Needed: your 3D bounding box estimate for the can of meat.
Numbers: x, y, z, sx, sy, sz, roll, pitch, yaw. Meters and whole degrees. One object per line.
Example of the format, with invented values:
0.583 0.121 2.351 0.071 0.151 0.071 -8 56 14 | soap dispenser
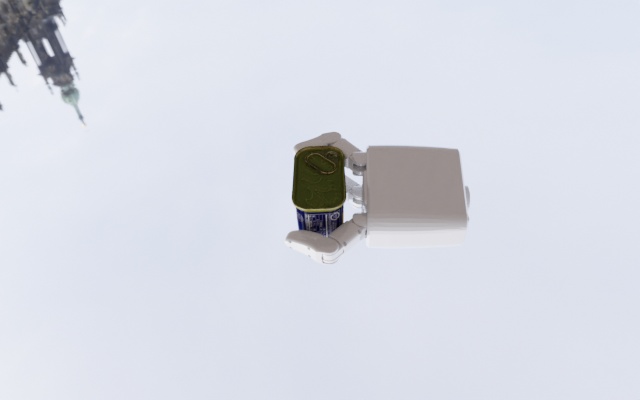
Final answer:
0.000 0.002 0.546 0.057 0.102 0.084 -2 -45 2 | can of meat
